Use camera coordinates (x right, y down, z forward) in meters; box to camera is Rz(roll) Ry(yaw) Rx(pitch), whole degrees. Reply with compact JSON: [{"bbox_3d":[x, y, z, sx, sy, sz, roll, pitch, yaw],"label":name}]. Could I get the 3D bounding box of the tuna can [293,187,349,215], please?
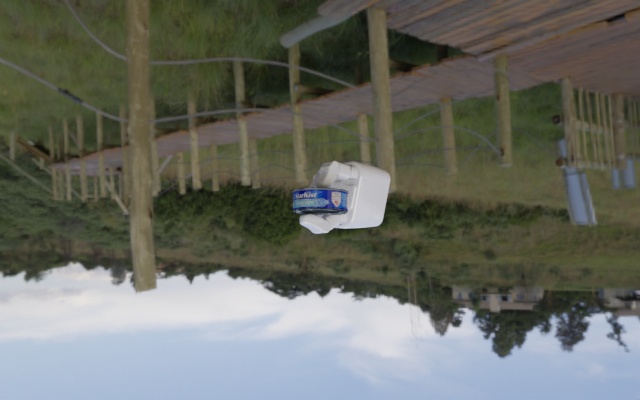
[{"bbox_3d":[0.000,0.003,0.730,0.086,0.033,0.086,1,-7,0],"label":"tuna can"}]
